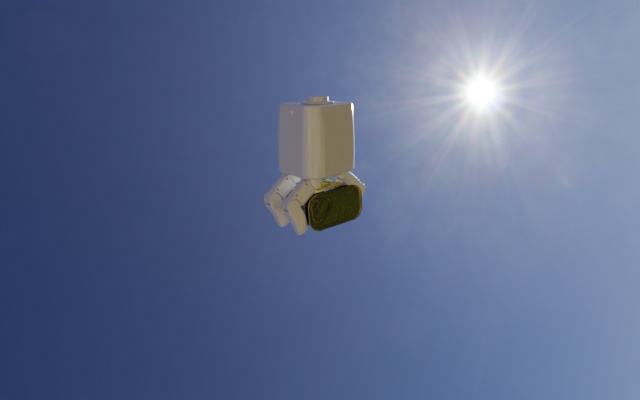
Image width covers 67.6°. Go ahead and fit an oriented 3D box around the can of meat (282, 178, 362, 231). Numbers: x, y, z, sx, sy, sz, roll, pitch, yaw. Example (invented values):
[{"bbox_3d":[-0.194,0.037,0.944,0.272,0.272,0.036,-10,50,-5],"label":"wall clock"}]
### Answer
[{"bbox_3d":[0.000,0.002,0.756,0.102,0.057,0.084,-17,22,-33],"label":"can of meat"}]
